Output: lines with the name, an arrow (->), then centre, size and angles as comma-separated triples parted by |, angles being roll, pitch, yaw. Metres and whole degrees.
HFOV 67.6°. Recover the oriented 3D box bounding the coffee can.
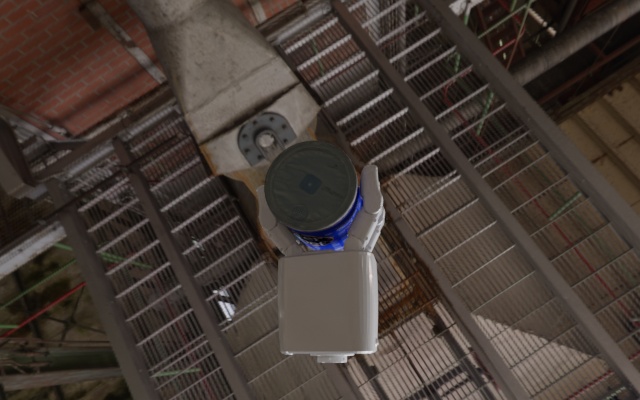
coffee can -> 0.000, 0.002, 0.580 | 0.103, 0.102, 0.140 | 0, -16, 10
